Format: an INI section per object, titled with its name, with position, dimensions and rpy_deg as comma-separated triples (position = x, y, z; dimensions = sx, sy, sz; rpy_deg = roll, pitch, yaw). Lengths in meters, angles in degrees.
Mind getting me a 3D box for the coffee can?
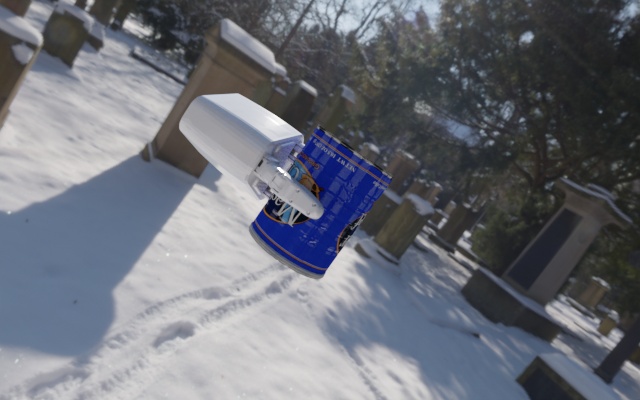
[coffee can]
position = 0.000, 0.002, 0.537
dimensions = 0.103, 0.140, 0.103
rpy_deg = 34, 7, -5
